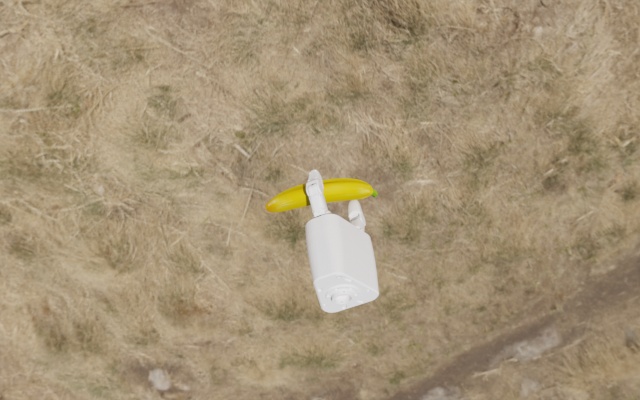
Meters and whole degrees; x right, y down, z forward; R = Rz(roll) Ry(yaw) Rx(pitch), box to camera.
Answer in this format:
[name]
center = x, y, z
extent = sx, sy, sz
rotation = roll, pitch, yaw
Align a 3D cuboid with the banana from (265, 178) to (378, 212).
[banana]
center = 0.004, -0.008, 0.805
extent = 0.198, 0.037, 0.070
rotation = -6, -32, -4
